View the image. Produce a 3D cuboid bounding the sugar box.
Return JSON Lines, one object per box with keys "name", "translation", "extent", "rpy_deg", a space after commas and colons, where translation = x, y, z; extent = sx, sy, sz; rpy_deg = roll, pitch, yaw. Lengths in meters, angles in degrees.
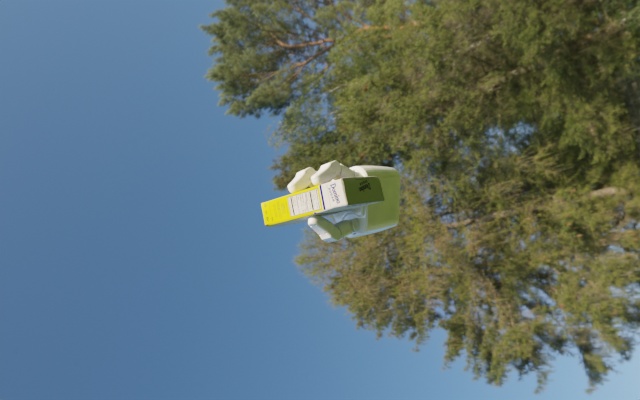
{"name": "sugar box", "translation": [0.000, 0.002, 0.738], "extent": [0.176, 0.048, 0.093], "rpy_deg": [-19, -9, 41]}
